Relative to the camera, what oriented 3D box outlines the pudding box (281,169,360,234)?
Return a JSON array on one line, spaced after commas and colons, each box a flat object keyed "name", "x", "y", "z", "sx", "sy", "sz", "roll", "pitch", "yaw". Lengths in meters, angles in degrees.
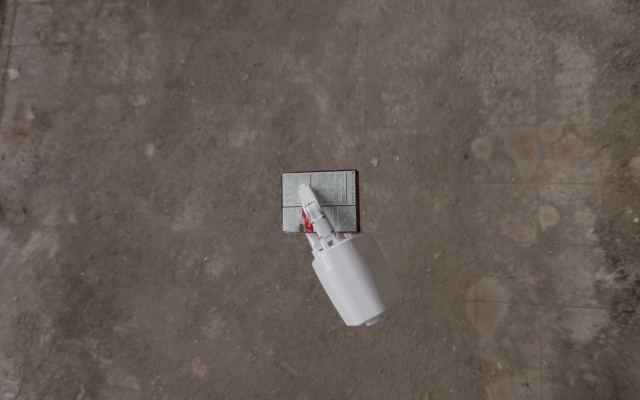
[{"name": "pudding box", "x": 0.000, "y": 0.002, "z": 0.683, "sx": 0.113, "sy": 0.090, "sz": 0.039, "roll": -1, "pitch": -4, "yaw": 9}]
